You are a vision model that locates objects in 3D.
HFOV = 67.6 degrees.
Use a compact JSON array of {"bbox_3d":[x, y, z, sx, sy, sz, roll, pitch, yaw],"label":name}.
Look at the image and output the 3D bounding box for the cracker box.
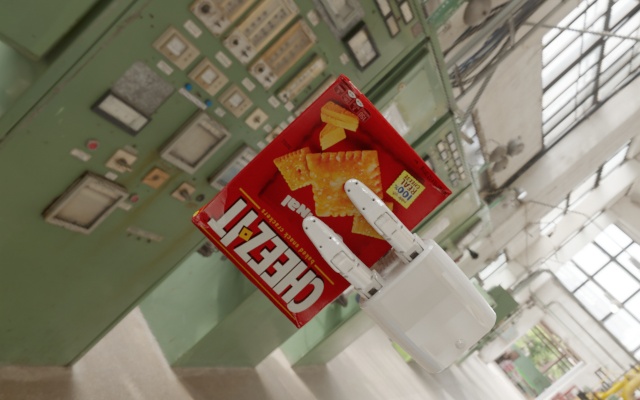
[{"bbox_3d":[0.000,0.002,0.502,0.214,0.164,0.072,-43,7,5],"label":"cracker box"}]
